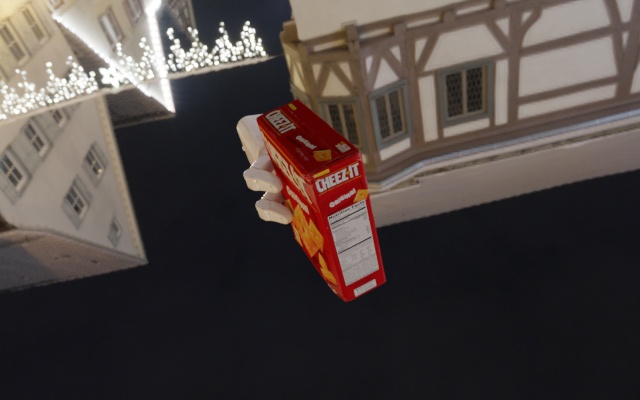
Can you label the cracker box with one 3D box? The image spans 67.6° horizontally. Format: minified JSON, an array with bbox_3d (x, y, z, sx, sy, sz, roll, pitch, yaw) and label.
[{"bbox_3d":[0.000,0.002,0.613,0.072,0.214,0.164,-27,40,-13],"label":"cracker box"}]
